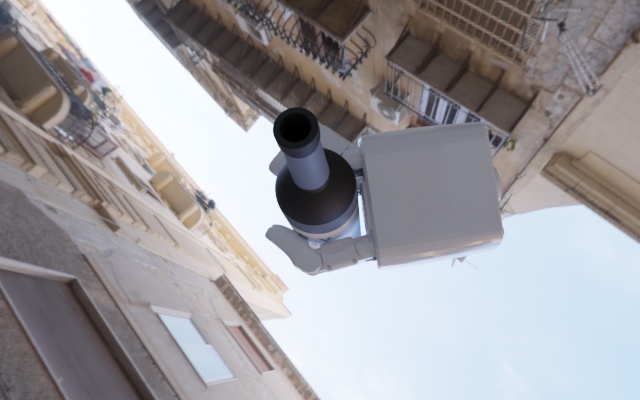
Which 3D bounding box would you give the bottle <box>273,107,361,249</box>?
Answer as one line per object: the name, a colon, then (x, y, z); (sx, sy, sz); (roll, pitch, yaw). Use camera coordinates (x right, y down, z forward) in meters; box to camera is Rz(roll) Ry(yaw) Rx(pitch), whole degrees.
bottle: (0.000, 0.001, 0.418); (0.069, 0.069, 0.296); (0, -17, 6)
